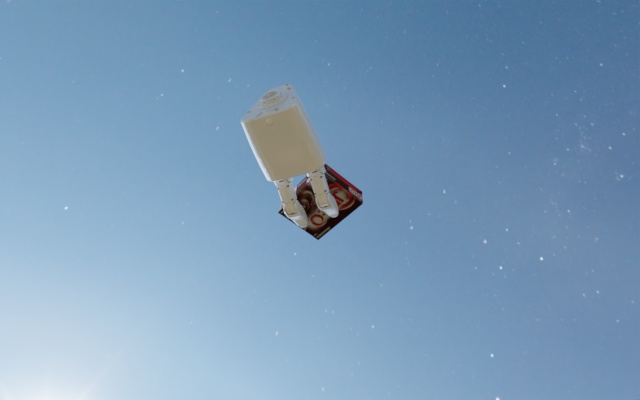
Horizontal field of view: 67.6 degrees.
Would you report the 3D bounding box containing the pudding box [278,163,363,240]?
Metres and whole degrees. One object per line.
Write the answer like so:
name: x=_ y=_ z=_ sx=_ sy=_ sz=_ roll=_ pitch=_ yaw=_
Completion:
pudding box: x=0.000 y=0.002 z=0.784 sx=0.090 sy=0.039 sz=0.113 roll=36 pitch=-57 yaw=-21
